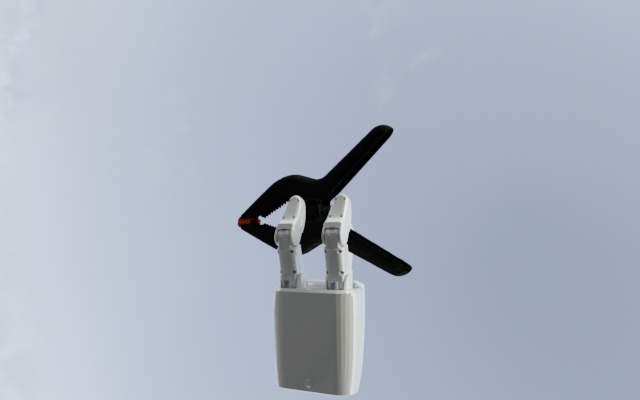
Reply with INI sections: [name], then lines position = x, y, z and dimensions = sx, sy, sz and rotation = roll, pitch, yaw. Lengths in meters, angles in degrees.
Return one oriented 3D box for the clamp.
[clamp]
position = 0.000, 0.002, 0.550
dimensions = 0.210, 0.164, 0.036
rotation = -2, -7, 24
